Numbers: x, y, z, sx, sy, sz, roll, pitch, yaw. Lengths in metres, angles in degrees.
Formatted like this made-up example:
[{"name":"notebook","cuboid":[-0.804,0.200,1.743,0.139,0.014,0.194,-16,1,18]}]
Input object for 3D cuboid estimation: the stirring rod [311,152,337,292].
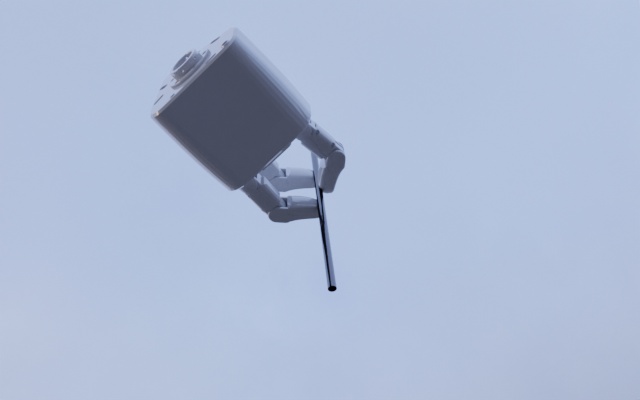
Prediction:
[{"name":"stirring rod","cuboid":[0.000,0.002,0.505,0.011,0.011,0.239,0,38,-6]}]
